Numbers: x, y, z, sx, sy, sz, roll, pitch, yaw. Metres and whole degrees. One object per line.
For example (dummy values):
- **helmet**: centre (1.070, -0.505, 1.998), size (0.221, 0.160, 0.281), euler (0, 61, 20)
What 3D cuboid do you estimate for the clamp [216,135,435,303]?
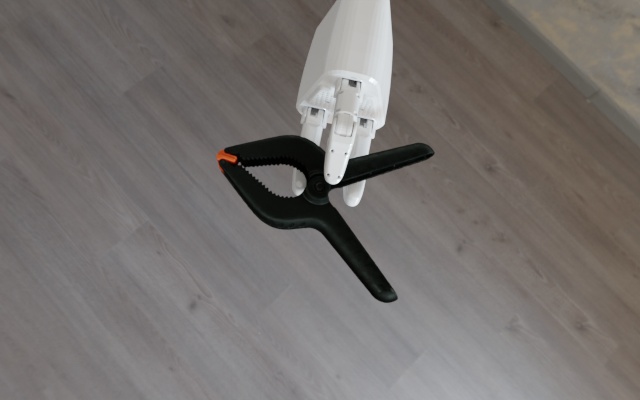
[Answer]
- **clamp**: centre (0.000, 0.001, 0.459), size (0.210, 0.164, 0.036), euler (12, -17, -4)
